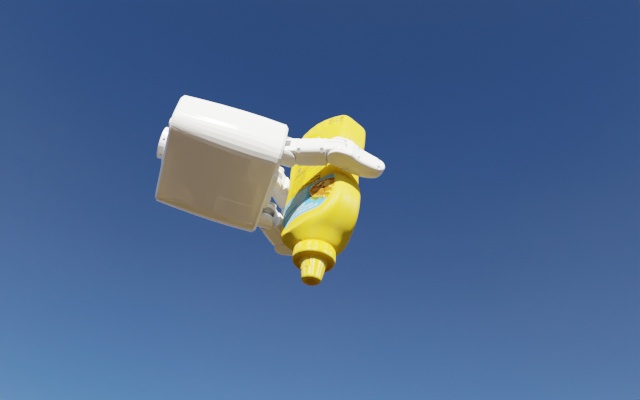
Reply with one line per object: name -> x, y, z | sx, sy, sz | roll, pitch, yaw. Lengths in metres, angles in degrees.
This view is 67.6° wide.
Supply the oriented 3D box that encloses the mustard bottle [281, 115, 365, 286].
mustard bottle -> 0.000, 0.002, 0.496 | 0.058, 0.191, 0.096 | 35, -48, -28
